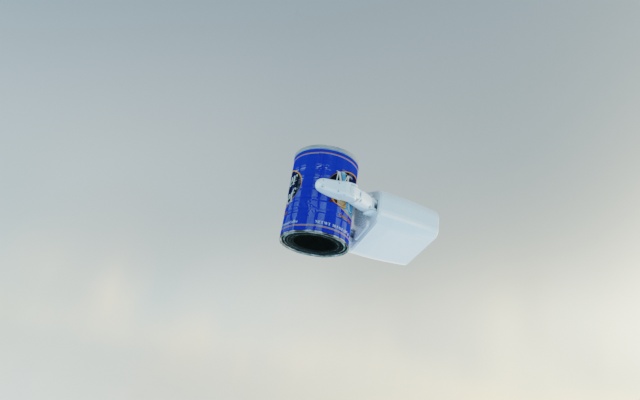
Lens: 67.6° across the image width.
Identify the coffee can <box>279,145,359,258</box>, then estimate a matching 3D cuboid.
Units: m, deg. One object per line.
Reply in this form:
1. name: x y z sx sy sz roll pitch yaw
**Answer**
1. coffee can: 0.000 0.002 0.717 0.103 0.140 0.103 7 -25 3
